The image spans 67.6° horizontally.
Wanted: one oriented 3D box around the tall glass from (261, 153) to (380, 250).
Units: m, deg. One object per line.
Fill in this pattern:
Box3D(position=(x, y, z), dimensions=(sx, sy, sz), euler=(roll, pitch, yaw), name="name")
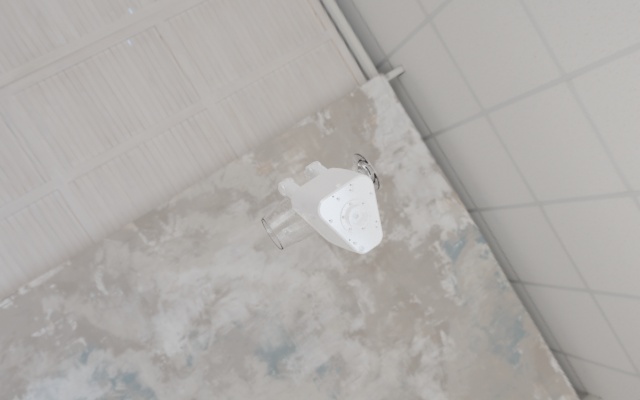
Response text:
Box3D(position=(0.001, 0.002, 0.807), dimensions=(0.201, 0.079, 0.079), euler=(-33, 9, -15), name="tall glass")
